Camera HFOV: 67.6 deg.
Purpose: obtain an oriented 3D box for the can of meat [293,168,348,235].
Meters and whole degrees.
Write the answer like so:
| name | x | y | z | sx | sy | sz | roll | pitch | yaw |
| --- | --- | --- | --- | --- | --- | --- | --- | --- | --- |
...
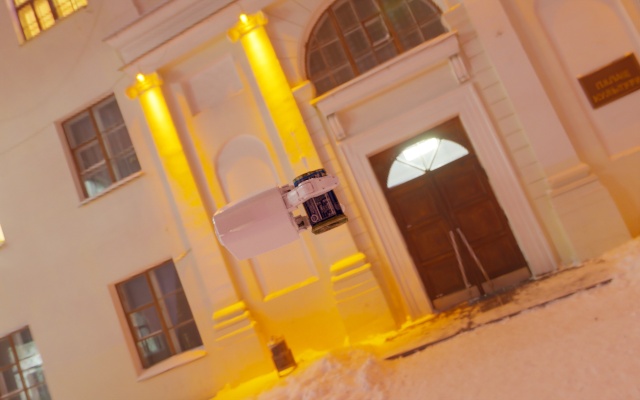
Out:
| name | x | y | z | sx | sy | sz | roll | pitch | yaw |
| --- | --- | --- | --- | --- | --- | --- | --- | --- | --- |
| can of meat | 0.000 | 0.002 | 0.732 | 0.057 | 0.084 | 0.102 | -23 | -8 | 1 |
